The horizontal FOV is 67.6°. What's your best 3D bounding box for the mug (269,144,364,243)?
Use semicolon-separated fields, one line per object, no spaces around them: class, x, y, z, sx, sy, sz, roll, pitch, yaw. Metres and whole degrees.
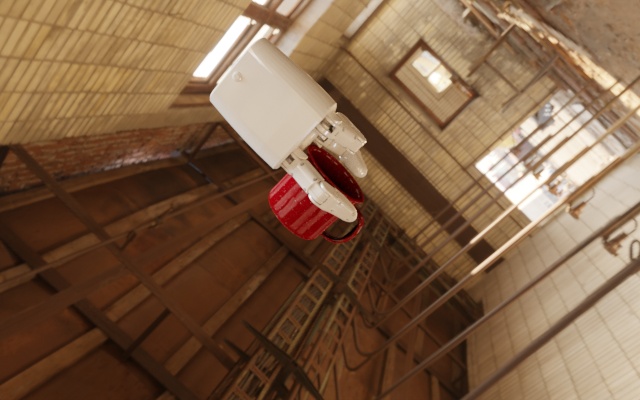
mug;0.001;0.003;0.579;0.081;0.117;0.093;-43;1;19
